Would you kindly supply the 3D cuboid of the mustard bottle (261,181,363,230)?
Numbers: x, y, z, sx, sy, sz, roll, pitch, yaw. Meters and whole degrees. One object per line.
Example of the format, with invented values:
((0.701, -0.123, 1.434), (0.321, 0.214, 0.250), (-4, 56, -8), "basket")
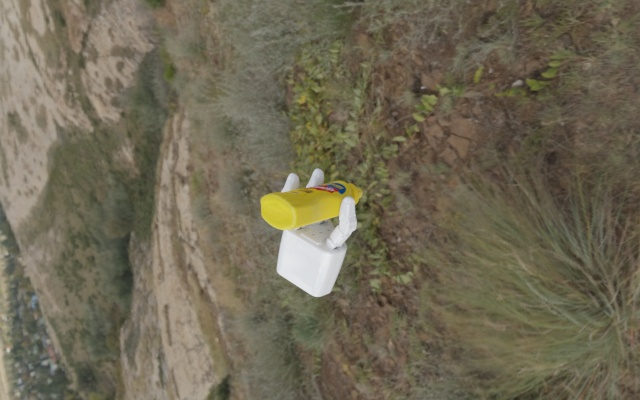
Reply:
((0.000, 0.002, 0.820), (0.191, 0.058, 0.096), (-13, 16, -40), "mustard bottle")
